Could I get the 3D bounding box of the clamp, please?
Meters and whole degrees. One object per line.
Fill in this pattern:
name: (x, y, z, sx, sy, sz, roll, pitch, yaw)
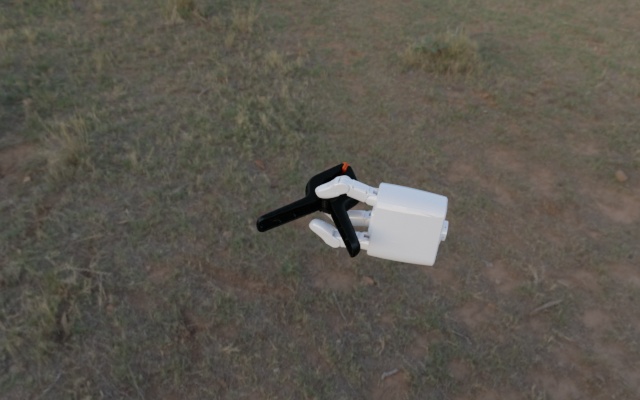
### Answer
clamp: (0.001, 0.002, 0.777, 0.164, 0.036, 0.209, 11, 39, 10)
